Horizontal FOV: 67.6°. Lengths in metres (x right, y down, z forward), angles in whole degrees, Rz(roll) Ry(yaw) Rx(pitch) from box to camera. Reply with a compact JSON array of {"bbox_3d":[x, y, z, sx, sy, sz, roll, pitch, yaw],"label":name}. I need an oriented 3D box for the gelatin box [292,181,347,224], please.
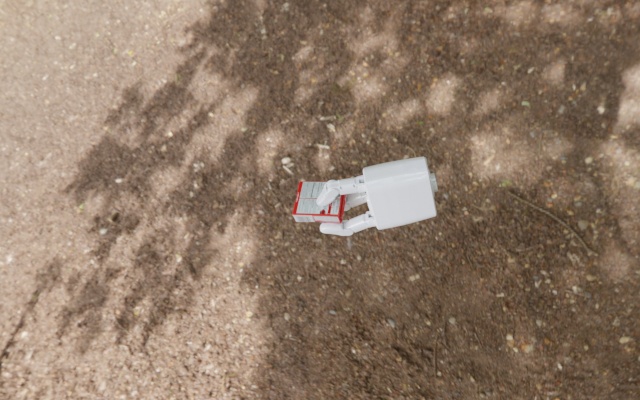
[{"bbox_3d":[0.000,0.003,0.861,0.089,0.073,0.030,1,-32,15],"label":"gelatin box"}]
